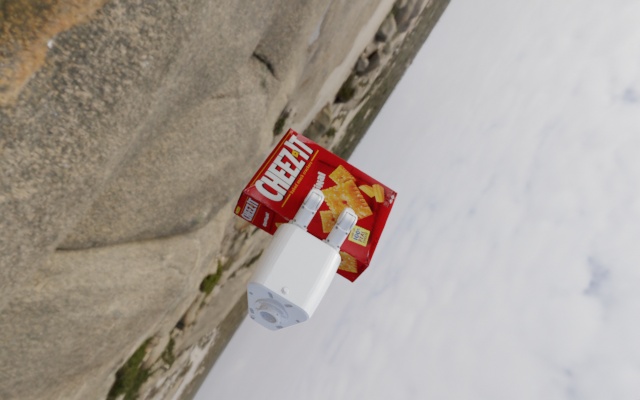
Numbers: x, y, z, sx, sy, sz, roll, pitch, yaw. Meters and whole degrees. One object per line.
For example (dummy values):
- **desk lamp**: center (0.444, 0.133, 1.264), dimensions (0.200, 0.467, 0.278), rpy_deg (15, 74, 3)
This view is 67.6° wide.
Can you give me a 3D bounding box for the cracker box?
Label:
- **cracker box**: center (0.000, 0.003, 0.752), dimensions (0.214, 0.164, 0.072), rpy_deg (31, -40, -2)
